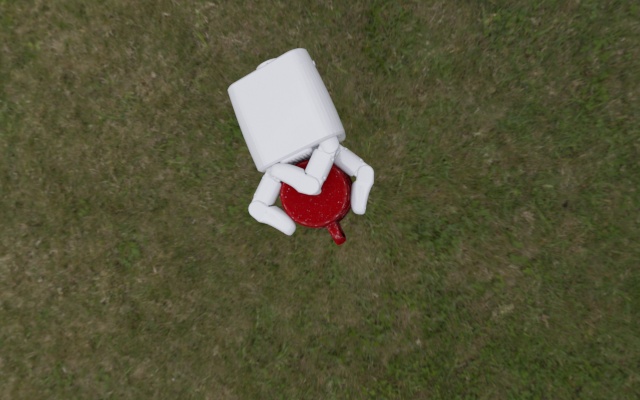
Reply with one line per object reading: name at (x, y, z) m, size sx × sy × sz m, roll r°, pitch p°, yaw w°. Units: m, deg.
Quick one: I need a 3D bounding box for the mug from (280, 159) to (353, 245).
mug at (0.001, 0.003, 0.594) m, size 0.093 × 0.117 × 0.081 m, roll -24°, pitch -1°, yaw 4°
